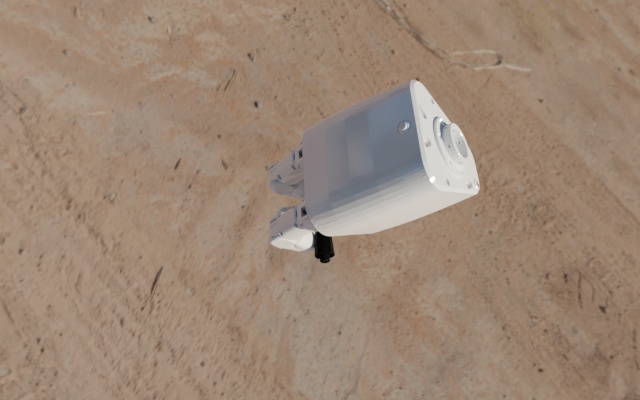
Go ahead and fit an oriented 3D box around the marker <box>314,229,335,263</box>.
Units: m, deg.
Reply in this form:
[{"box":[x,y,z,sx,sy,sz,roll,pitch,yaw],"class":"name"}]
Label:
[{"box":[0.000,0.002,0.462,0.020,0.121,0.020,-4,-24,-2],"class":"marker"}]
